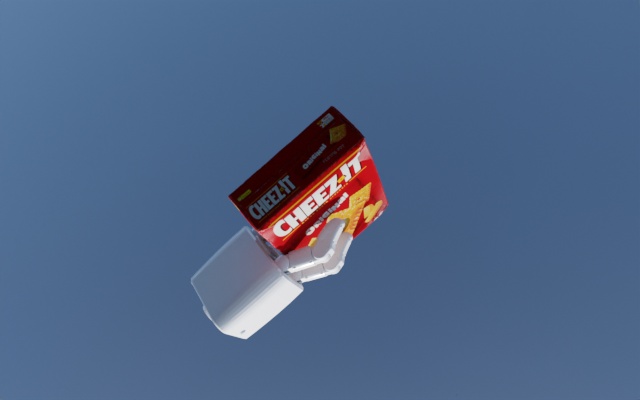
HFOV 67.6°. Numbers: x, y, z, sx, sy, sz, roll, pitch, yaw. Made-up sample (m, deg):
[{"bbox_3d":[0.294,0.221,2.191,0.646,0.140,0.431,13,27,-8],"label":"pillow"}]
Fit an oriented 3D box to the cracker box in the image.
[{"bbox_3d":[0.000,0.002,0.633,0.072,0.164,0.214,46,-4,26],"label":"cracker box"}]
